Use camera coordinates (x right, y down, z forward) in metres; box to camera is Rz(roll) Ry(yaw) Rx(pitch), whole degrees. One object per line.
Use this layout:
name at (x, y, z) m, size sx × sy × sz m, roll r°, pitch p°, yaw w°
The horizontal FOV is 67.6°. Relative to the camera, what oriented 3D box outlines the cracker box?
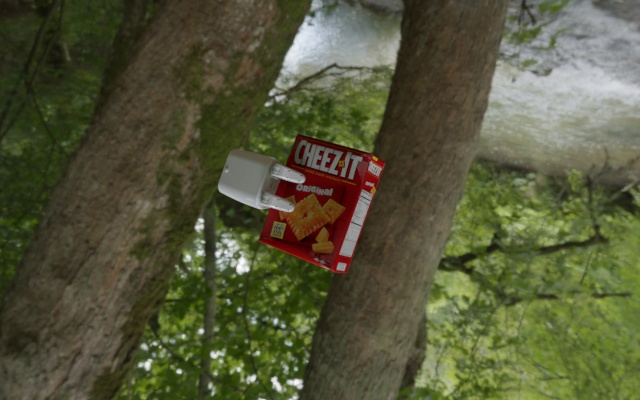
cracker box at (0.000, 0.003, 0.863) m, size 0.164 × 0.213 × 0.072 m, roll 19°, pitch -2°, yaw 28°
